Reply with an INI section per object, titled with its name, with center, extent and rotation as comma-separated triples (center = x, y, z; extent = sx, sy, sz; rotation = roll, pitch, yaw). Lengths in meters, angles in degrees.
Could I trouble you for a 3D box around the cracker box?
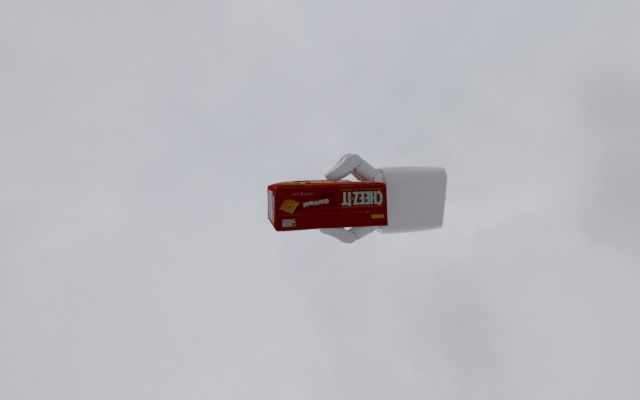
[cracker box]
center = 0.000, 0.003, 0.774
extent = 0.164, 0.072, 0.213
rotation = -3, 3, -9
